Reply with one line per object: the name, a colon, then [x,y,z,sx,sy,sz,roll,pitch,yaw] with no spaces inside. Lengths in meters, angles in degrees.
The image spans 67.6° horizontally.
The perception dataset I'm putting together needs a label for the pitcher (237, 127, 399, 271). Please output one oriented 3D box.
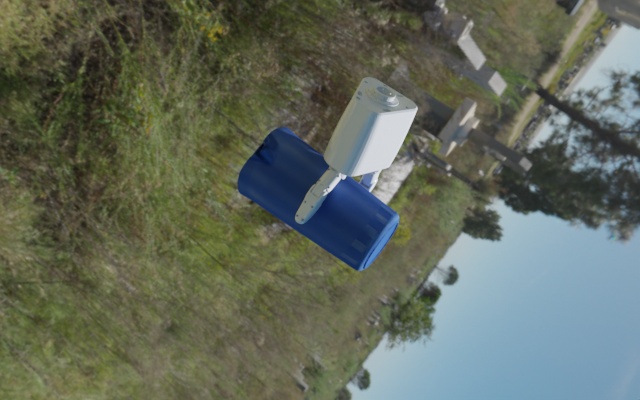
pitcher: [0.000,0.002,0.766,0.243,0.145,0.149,36,36,15]
